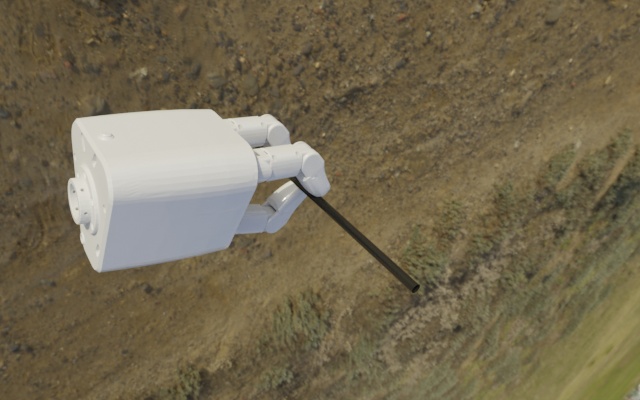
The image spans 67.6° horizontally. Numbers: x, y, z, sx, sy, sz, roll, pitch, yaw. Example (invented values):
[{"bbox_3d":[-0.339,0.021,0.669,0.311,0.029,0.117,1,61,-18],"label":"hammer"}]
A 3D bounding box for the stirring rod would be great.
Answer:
[{"bbox_3d":[0.000,0.001,0.425,0.011,0.011,0.239,0,32,-44],"label":"stirring rod"}]
